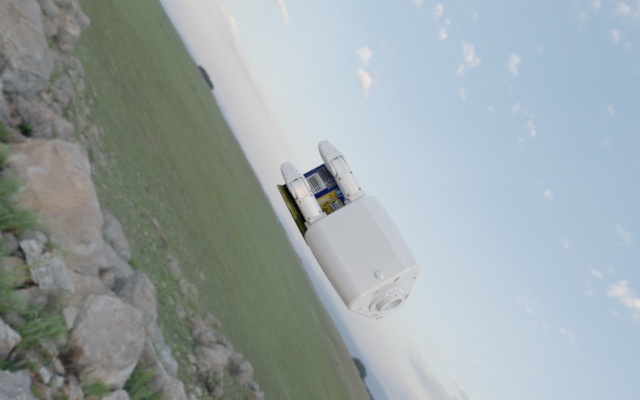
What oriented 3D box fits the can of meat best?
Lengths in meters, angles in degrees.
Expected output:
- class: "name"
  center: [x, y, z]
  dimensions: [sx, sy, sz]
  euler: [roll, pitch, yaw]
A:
- class: "can of meat"
  center: [0.000, 0.002, 0.627]
  dimensions: [0.084, 0.057, 0.102]
  euler: [-28, -36, -5]
